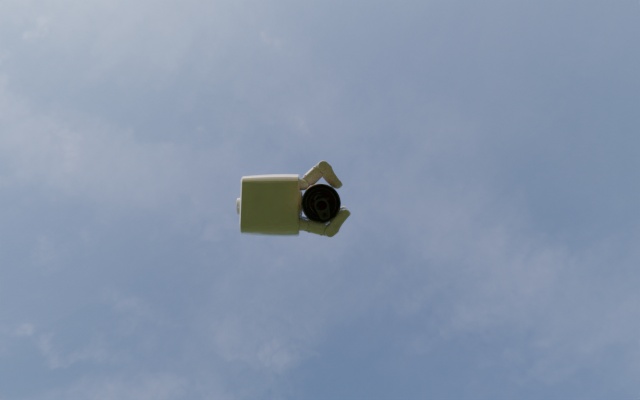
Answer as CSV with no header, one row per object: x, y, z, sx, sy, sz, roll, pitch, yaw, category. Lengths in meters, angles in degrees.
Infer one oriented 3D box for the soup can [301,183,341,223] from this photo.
0.001,0.003,0.861,0.068,0.068,0.102,0,3,-1,soup can
